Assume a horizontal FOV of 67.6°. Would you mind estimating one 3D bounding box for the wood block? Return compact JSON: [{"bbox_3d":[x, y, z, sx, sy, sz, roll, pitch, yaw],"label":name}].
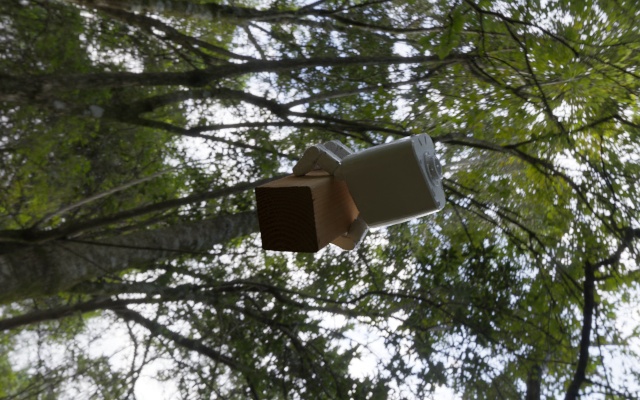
[{"bbox_3d":[0.001,0.003,0.711,0.090,0.091,0.206,0,12,28],"label":"wood block"}]
